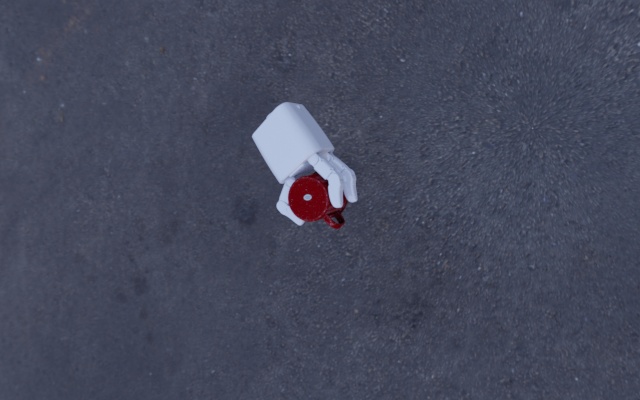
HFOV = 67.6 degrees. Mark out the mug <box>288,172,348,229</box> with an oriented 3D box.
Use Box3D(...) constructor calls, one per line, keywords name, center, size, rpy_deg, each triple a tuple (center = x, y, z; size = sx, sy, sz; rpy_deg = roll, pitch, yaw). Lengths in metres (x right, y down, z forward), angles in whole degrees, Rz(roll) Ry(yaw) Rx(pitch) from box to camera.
Box3D(name="mug", center=(0.001, 0.004, 0.860), size=(0.093, 0.117, 0.081), rpy_deg=(-39, -9, 24))
